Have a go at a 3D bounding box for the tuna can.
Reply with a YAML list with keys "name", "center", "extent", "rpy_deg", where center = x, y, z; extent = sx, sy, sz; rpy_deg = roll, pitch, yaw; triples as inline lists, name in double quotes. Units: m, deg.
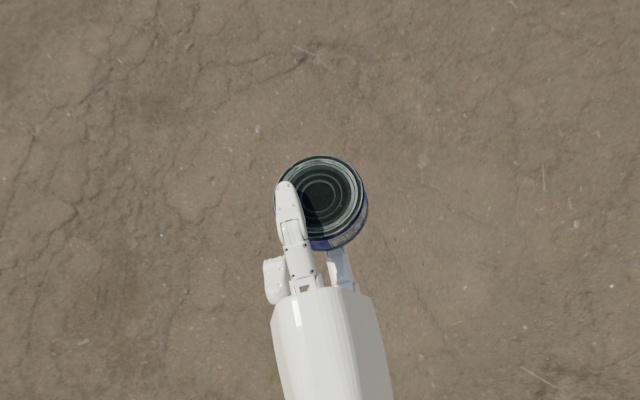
- name: "tuna can"
  center: [0.000, 0.001, 0.441]
  extent: [0.086, 0.086, 0.034]
  rpy_deg: [0, -24, 12]
